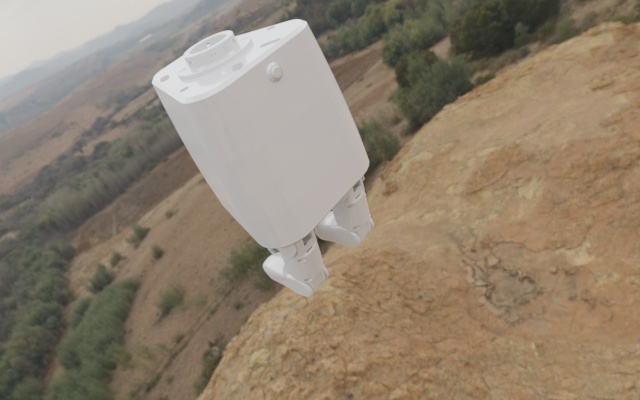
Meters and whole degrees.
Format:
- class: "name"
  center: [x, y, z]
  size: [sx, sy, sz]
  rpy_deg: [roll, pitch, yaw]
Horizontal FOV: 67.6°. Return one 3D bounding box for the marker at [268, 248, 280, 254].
- class: "marker"
  center: [0.000, 0.001, 0.404]
  size: [0.020, 0.020, 0.121]
  rpy_deg: [0, 40, 51]
